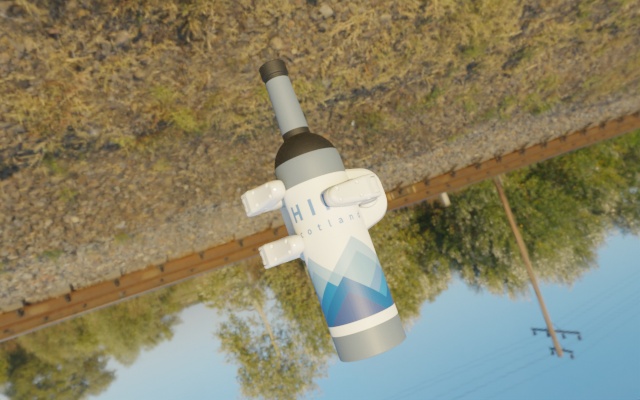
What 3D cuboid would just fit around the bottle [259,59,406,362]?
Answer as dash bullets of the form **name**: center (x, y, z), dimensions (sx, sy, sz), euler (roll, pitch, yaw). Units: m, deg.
- **bottle**: center (0.000, 0.002, 0.465), dimensions (0.069, 0.295, 0.069), euler (-20, -7, -2)
